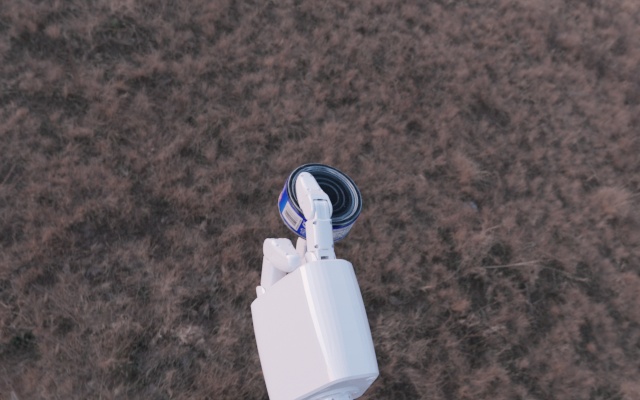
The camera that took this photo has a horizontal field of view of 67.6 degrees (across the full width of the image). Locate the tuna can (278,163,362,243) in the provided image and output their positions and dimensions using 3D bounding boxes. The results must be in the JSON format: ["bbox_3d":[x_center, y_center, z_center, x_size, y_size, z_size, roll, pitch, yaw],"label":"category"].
[{"bbox_3d":[0.000,0.001,0.510,0.086,0.086,0.034,0,-37,-24],"label":"tuna can"}]
